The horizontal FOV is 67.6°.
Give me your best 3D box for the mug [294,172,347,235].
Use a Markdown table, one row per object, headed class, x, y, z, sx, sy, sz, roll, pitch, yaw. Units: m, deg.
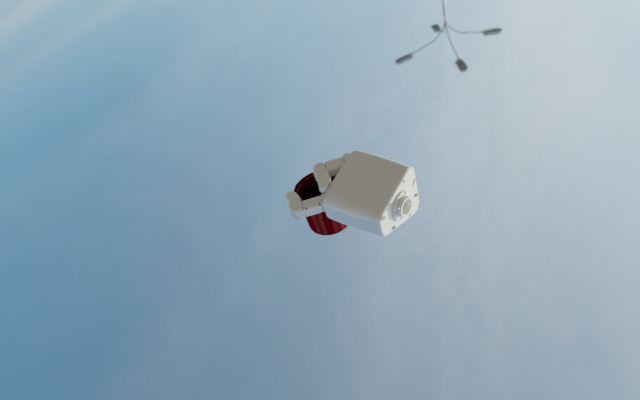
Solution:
| class | x | y | z | sx | sy | sz | roll | pitch | yaw |
| --- | --- | --- | --- | --- | --- | --- | --- | --- | --- |
| mug | -0.001 | 0.003 | 0.837 | 0.117 | 0.082 | 0.093 | 22 | 55 | 38 |
